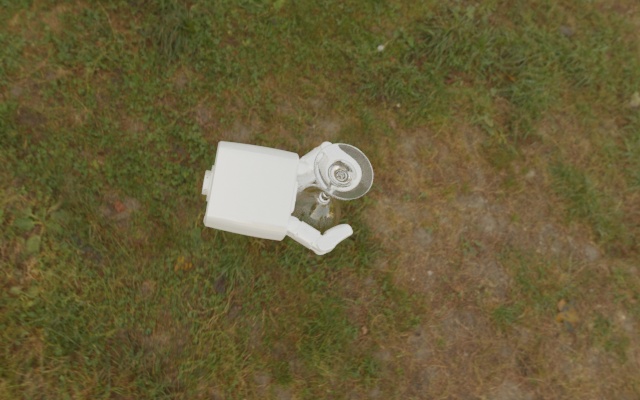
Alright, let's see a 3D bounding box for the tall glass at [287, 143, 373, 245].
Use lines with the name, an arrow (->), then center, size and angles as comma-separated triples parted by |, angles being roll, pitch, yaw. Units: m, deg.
tall glass -> 0.000, 0.002, 0.651 | 0.079, 0.079, 0.201 | 0, -22, -17
